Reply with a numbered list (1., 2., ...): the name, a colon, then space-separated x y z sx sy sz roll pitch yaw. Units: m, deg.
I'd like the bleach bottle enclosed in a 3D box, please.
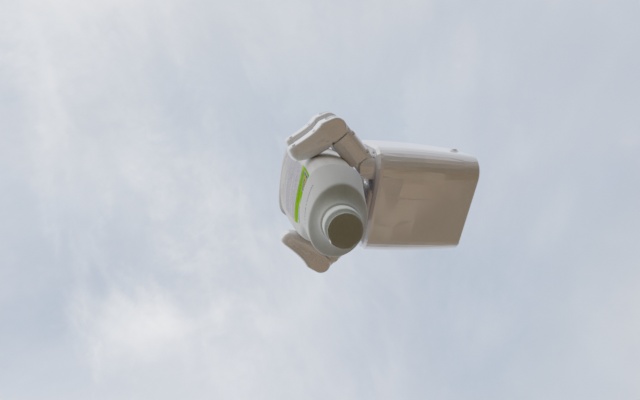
1. bleach bottle: 0.000 0.001 0.481 0.068 0.102 0.250 3 13 -9
